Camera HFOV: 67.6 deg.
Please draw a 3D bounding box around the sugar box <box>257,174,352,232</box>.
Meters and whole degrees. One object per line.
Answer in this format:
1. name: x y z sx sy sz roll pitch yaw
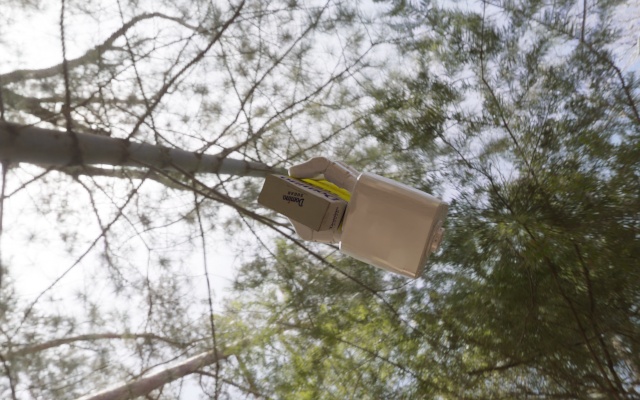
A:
1. sugar box: 0.000 0.002 0.646 0.093 0.048 0.176 25 7 21
